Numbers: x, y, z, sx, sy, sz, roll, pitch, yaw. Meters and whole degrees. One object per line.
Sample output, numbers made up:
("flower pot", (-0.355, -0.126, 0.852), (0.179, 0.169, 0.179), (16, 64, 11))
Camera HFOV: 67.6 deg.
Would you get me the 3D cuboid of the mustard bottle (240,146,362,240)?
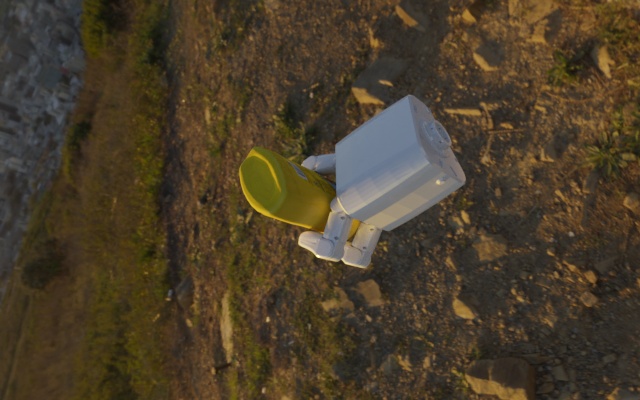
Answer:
("mustard bottle", (0.000, 0.002, 0.566), (0.192, 0.058, 0.096), (22, 20, -44))
